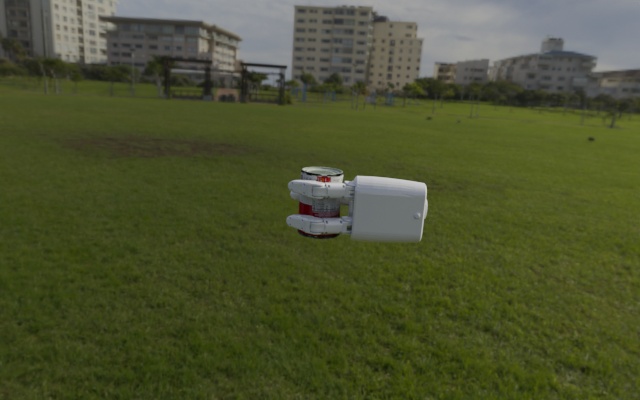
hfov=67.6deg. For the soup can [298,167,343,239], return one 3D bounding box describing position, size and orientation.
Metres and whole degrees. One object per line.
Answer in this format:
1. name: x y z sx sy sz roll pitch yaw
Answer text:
1. soup can: 0.000 0.002 0.753 0.068 0.102 0.068 3 13 -1
